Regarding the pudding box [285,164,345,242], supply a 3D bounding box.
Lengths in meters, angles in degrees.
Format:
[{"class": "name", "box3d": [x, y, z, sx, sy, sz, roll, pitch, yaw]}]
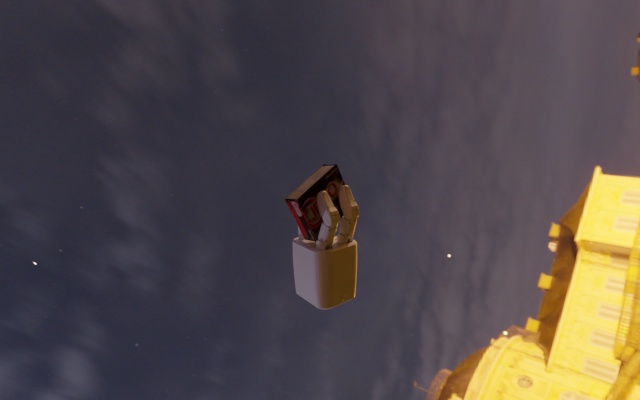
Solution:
[{"class": "pudding box", "box3d": [0.000, 0.003, 0.831, 0.039, 0.090, 0.113, 5, 40, 43]}]
